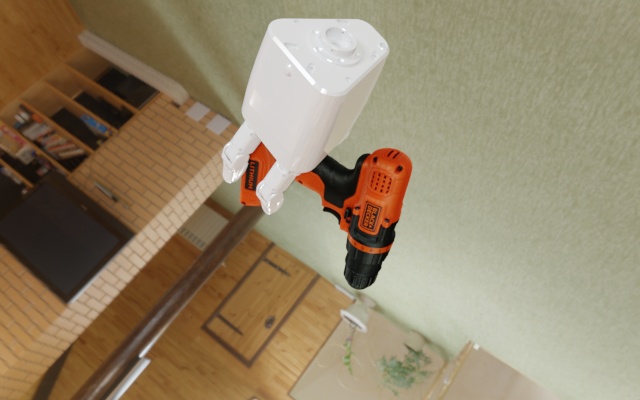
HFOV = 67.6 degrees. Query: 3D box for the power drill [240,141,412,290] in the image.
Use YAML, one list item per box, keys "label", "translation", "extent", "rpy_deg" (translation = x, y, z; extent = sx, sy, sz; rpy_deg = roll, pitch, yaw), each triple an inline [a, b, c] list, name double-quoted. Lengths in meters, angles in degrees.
- label: "power drill"
  translation: [0.000, 0.001, 0.546]
  extent: [0.187, 0.184, 0.057]
  rpy_deg: [23, 35, 16]
